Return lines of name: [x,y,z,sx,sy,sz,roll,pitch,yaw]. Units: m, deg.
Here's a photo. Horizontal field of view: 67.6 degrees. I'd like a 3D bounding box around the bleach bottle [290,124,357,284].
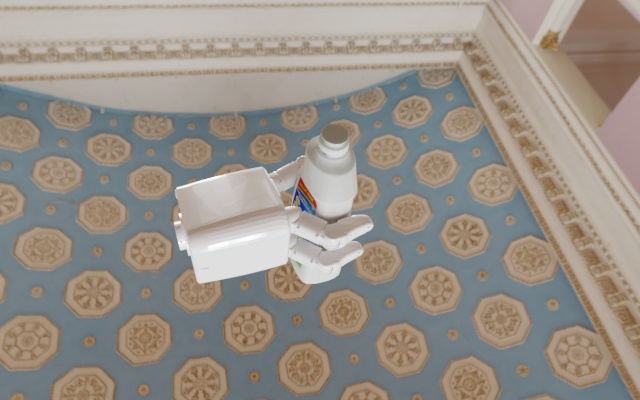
bleach bottle: [0.000,0.002,0.574,0.068,0.102,0.251,-12,-34,-15]
